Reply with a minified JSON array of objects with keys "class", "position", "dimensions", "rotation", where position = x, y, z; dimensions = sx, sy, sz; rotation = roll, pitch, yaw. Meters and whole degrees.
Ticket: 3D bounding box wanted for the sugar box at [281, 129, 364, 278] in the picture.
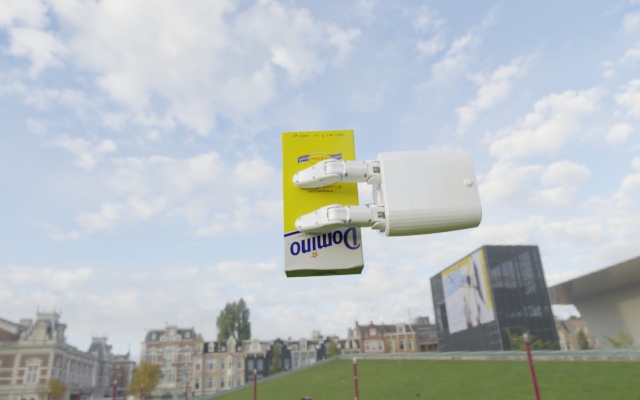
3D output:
[{"class":"sugar box","position":[0.000,0.002,0.579],"dimensions":[0.093,0.176,0.048],"rotation":[-3,-22,-1]}]
